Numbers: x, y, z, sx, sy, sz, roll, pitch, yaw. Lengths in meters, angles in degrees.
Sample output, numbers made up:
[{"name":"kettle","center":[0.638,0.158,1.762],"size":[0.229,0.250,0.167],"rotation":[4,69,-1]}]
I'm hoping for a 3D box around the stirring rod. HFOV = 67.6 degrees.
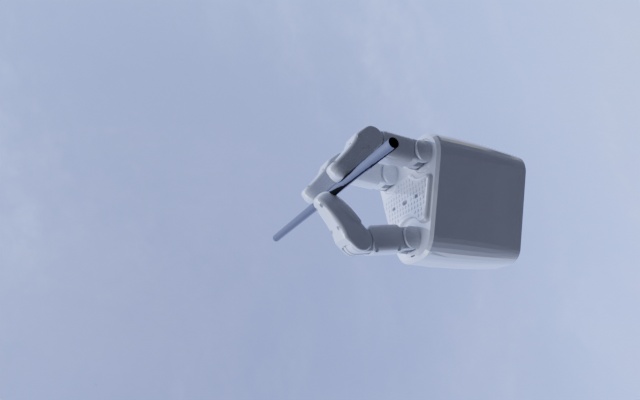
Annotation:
[{"name":"stirring rod","center":[0.000,0.001,0.419],"size":[0.011,0.011,0.239],"rotation":[0,-19,-25]}]
